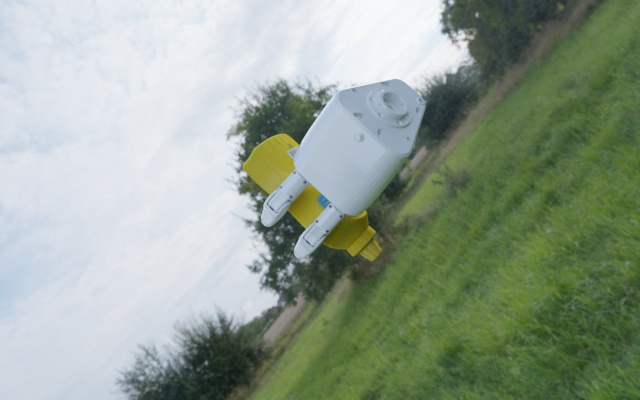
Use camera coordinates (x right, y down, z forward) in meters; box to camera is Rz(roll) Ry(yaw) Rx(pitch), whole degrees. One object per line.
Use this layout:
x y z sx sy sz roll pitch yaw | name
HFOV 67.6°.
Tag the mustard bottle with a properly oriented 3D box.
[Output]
0.000 0.002 0.585 0.191 0.058 0.096 43 25 5 | mustard bottle
